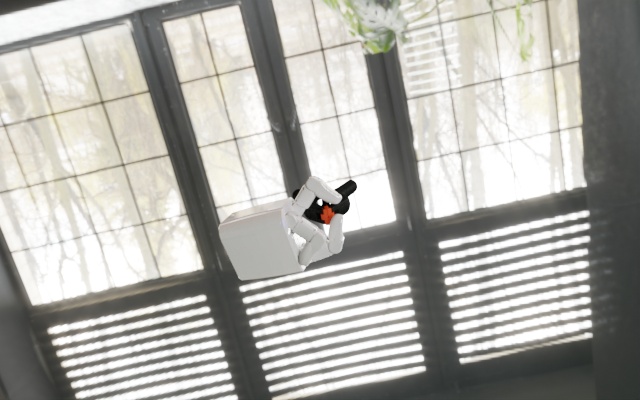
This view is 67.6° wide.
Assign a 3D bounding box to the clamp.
[{"bbox_3d":[0.000,0.003,0.814,0.120,0.039,0.171,-14,13,12],"label":"clamp"}]
